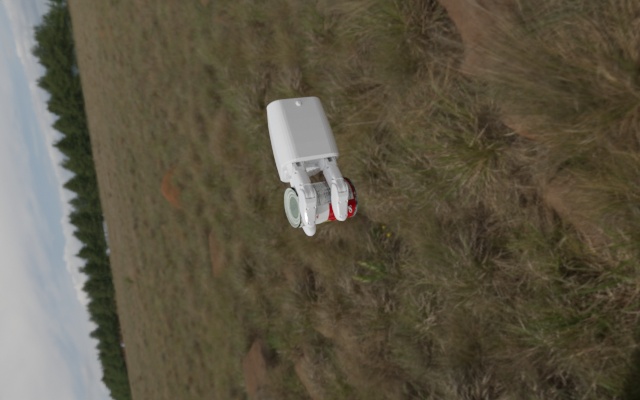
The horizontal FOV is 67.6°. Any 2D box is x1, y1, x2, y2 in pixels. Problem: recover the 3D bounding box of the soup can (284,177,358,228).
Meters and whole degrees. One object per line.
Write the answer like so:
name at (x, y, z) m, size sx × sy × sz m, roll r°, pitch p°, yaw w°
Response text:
soup can at (0.000, 0.003, 0.777) m, size 0.102 × 0.068 × 0.068 m, roll -11°, pitch 4°, yaw -24°
